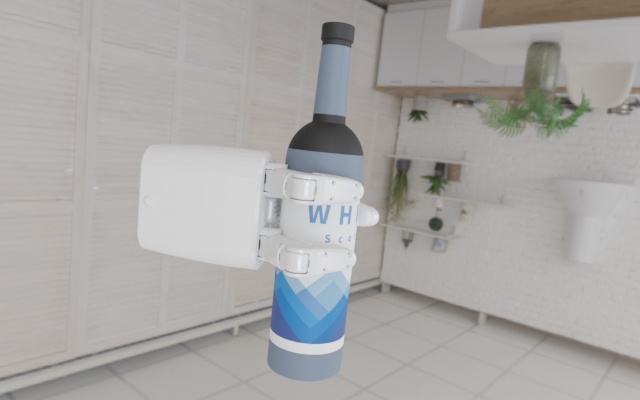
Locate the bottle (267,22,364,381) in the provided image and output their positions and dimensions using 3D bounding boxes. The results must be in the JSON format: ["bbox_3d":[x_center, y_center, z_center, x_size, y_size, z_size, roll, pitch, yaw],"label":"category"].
[{"bbox_3d":[0.000,0.002,0.411,0.069,0.296,0.069,6,7,-1],"label":"bottle"}]
